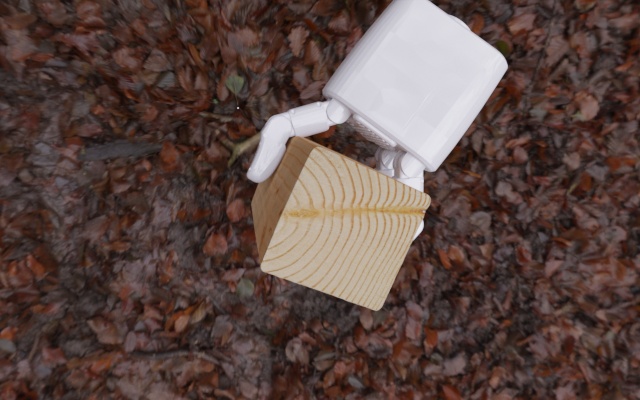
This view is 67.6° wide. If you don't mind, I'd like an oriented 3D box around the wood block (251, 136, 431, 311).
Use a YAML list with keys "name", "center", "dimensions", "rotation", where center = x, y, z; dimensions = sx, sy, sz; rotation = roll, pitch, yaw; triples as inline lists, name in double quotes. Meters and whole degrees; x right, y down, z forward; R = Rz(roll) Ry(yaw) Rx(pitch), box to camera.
- name: "wood block"
  center: [0.000, 0.001, 0.411]
  dimensions: [0.091, 0.090, 0.206]
  rotation: [23, 6, -13]
